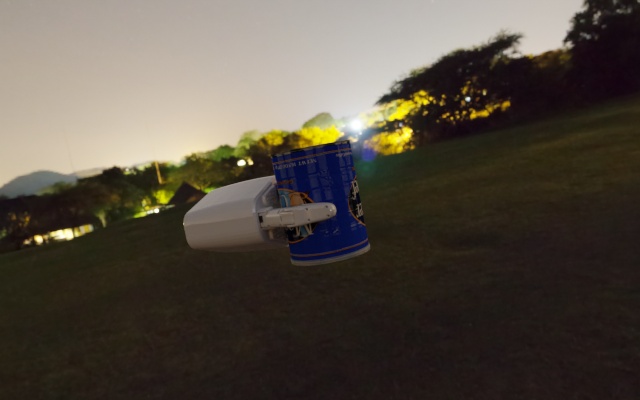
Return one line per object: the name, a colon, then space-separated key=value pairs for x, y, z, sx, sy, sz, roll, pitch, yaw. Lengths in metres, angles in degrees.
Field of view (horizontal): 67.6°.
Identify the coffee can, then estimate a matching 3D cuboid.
coffee can: x=0.000 y=0.002 z=0.606 sx=0.103 sy=0.140 sz=0.103 roll=-11 pitch=4 yaw=1
